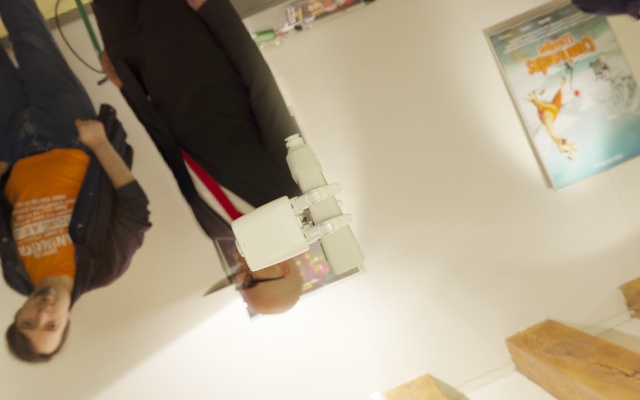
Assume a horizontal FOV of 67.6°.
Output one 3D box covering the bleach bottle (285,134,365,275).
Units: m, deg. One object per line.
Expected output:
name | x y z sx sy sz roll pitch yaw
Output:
bleach bottle | 0.000 0.003 0.849 0.068 0.251 0.102 -24 -1 0
